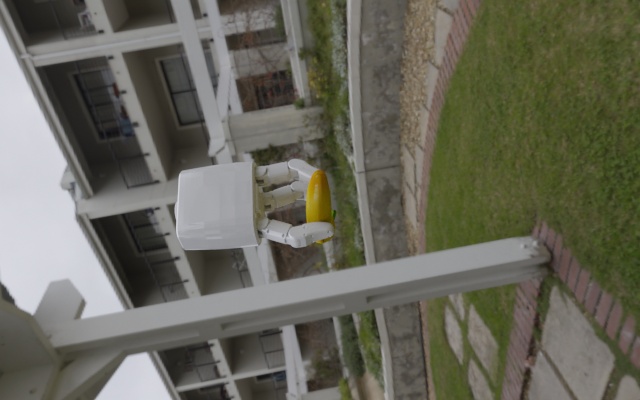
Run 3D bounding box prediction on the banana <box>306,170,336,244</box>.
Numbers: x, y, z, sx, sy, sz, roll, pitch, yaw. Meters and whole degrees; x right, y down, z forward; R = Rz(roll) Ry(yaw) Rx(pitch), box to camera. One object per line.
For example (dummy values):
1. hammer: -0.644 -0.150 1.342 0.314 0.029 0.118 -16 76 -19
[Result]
1. banana: 0.000 0.021 0.679 0.037 0.069 0.198 0 -17 4
